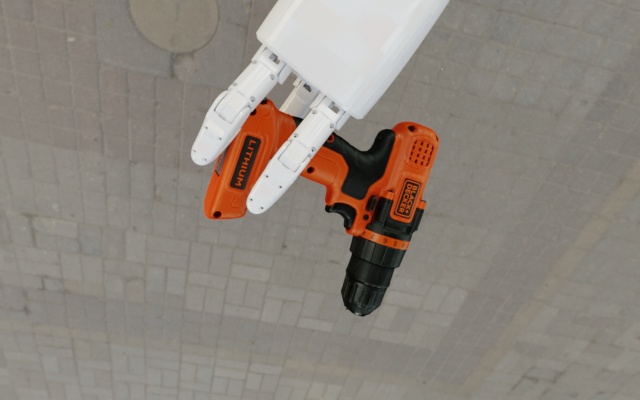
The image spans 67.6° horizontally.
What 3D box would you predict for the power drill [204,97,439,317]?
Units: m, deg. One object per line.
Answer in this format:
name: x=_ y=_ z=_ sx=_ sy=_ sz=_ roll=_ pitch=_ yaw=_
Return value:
power drill: x=0.000 y=0.001 z=0.415 sx=0.188 sy=0.184 sz=0.057 roll=16 pitch=4 yaw=-22
